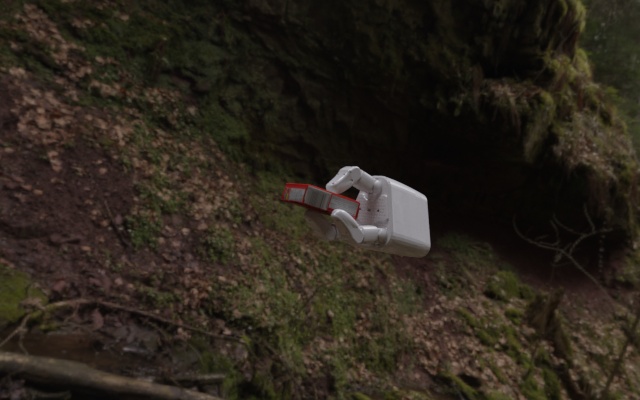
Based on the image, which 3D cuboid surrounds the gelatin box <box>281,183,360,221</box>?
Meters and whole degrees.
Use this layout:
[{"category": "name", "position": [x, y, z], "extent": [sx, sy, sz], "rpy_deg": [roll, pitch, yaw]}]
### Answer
[{"category": "gelatin box", "position": [0.000, 0.002, 0.673], "extent": [0.089, 0.030, 0.073], "rpy_deg": [19, -5, -28]}]
